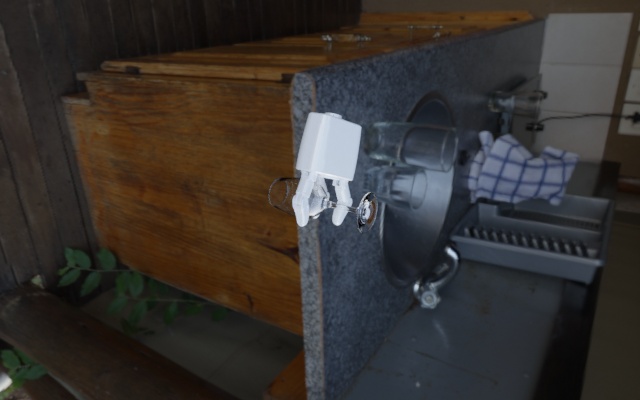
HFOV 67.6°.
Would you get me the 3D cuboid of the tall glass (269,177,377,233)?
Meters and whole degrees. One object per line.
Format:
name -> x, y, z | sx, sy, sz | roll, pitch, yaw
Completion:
tall glass -> 0.001, 0.003, 0.892 | 0.201, 0.079, 0.079 | 13, 6, 31
